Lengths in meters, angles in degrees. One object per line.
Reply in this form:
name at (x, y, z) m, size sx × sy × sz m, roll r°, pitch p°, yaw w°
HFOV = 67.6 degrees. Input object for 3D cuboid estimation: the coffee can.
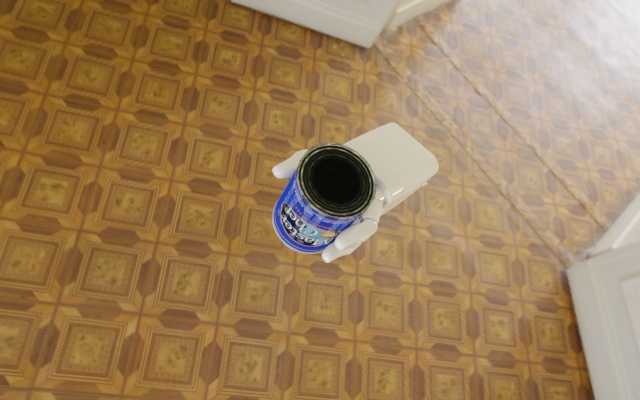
coffee can at (0.000, 0.002, 0.638) m, size 0.103 × 0.102 × 0.140 m, roll 0°, pitch -23°, yaw -19°
